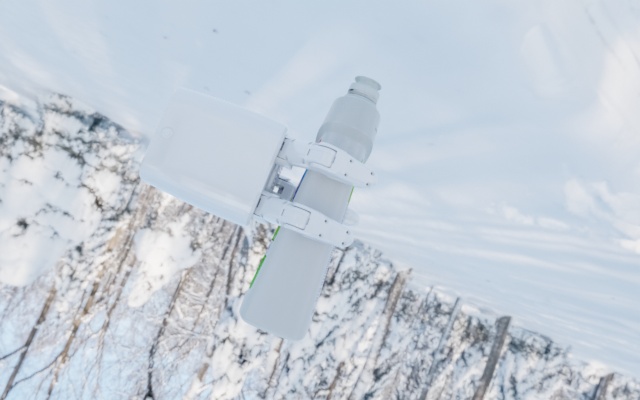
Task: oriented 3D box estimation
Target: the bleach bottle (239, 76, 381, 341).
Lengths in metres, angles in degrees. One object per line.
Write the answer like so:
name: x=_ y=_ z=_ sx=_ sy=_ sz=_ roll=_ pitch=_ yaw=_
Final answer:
bleach bottle: x=0.000 y=0.002 z=0.462 sx=0.068 sy=0.251 sz=0.102 roll=22 pitch=-6 yaw=-1
